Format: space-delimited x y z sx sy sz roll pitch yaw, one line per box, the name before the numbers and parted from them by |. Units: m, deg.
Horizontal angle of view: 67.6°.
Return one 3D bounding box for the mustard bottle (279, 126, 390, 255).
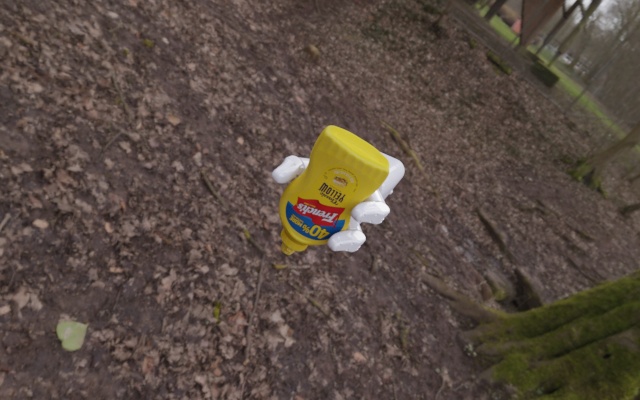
mustard bottle | 0.000 0.002 0.625 0.096 0.192 0.058 29 30 -11
